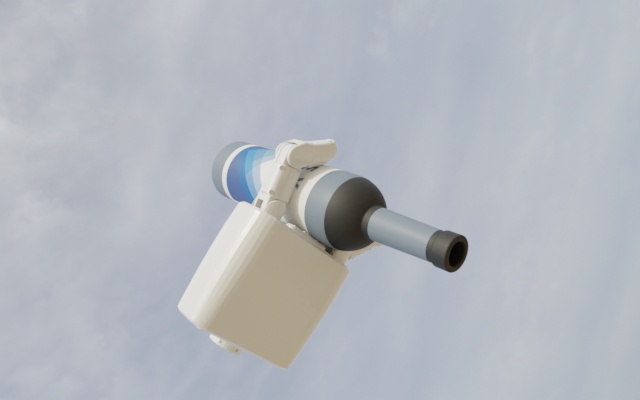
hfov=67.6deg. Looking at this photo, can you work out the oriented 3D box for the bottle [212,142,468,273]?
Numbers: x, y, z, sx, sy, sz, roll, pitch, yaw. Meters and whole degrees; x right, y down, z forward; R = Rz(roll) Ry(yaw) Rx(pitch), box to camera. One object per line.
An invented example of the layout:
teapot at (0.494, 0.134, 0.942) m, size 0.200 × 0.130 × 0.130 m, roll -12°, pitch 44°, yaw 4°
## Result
bottle at (0.000, 0.001, 0.435) m, size 0.069 × 0.069 × 0.295 m, roll 0°, pitch 14°, yaw -41°
